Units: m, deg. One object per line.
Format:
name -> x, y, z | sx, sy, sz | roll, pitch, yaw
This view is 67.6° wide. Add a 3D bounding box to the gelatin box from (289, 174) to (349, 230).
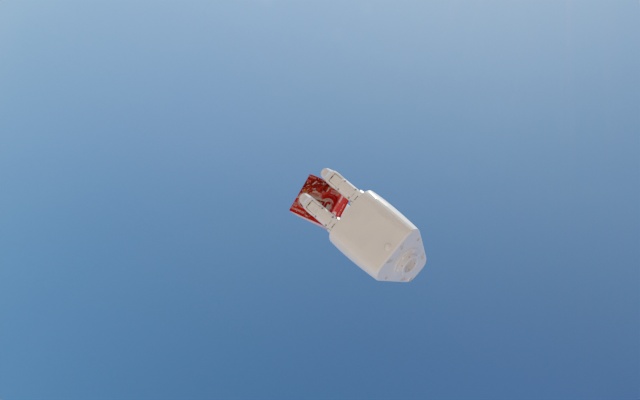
gelatin box -> 0.000, 0.003, 0.793 | 0.089, 0.073, 0.030 | 23, -10, 43
